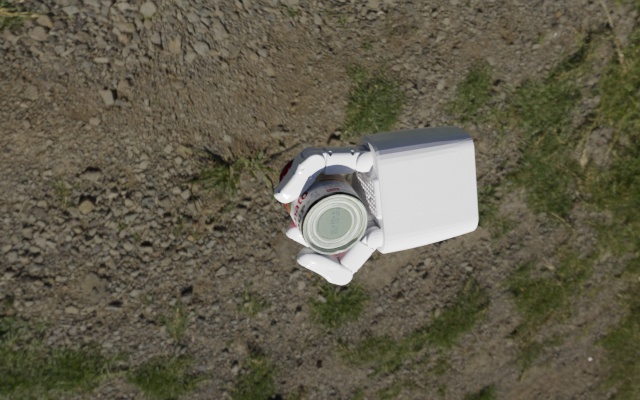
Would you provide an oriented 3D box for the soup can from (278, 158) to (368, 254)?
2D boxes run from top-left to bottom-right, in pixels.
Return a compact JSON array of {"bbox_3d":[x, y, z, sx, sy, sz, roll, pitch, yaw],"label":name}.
[{"bbox_3d":[0.000,0.002,0.489,0.068,0.068,0.102,0,26,-19],"label":"soup can"}]
